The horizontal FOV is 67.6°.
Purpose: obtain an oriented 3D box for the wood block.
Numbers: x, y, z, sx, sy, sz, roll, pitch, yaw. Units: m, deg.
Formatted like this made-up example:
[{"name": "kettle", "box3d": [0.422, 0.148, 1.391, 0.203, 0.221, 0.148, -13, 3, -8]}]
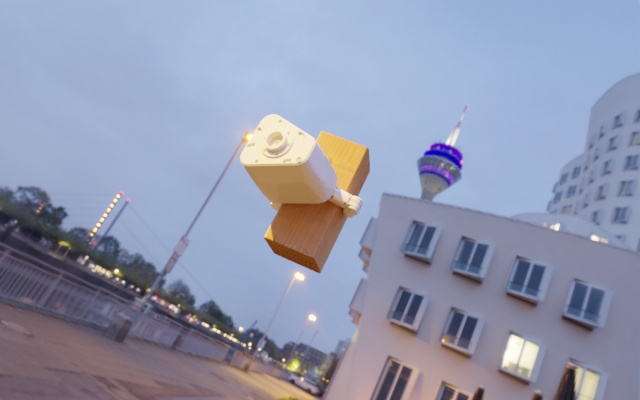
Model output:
[{"name": "wood block", "box3d": [0.000, 0.002, 0.793, 0.091, 0.206, 0.090, 22, -19, 16]}]
